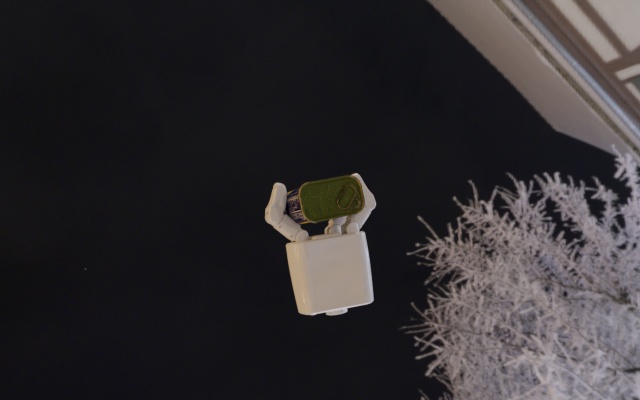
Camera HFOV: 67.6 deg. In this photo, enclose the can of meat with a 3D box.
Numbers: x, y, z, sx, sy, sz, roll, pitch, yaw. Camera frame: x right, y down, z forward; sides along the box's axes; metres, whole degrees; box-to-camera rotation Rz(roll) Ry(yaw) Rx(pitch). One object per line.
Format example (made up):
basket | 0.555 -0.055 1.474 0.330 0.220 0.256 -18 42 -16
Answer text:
can of meat | 0.000 0.002 0.706 0.102 0.057 0.084 -12 -3 -27
